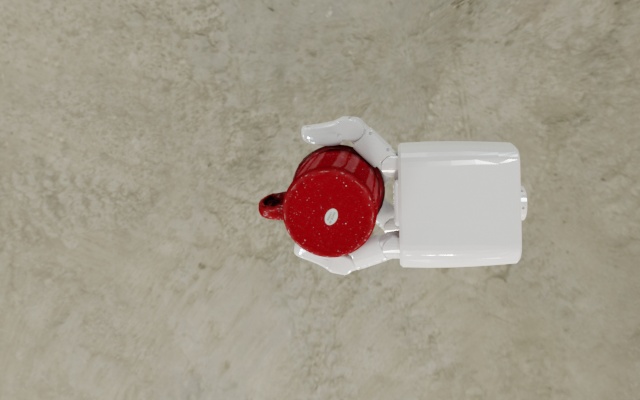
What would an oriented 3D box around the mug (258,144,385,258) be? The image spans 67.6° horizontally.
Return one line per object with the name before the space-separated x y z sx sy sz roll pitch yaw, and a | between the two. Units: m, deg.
mug | -0.001 0.001 0.438 0.117 0.093 0.081 -2 16 9
